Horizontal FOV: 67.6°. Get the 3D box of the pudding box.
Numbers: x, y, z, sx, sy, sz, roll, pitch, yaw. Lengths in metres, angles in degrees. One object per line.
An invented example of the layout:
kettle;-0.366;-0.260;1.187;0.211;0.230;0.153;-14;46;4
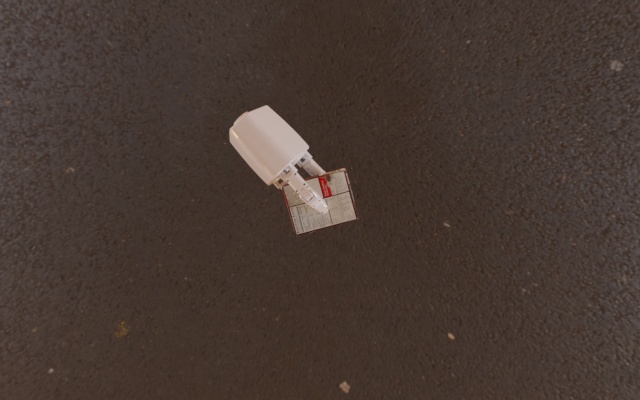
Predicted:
pudding box;0.000;0.003;0.810;0.113;0.090;0.039;-15;6;5
